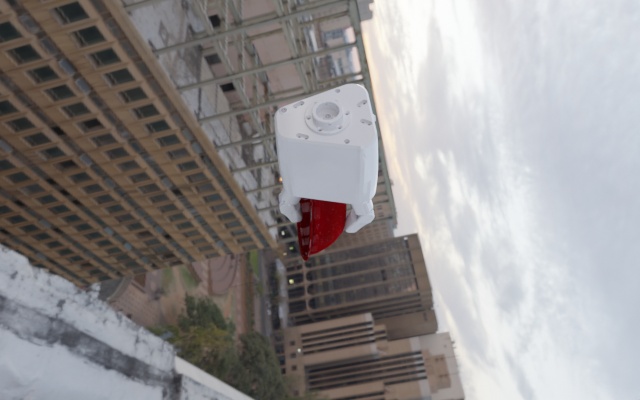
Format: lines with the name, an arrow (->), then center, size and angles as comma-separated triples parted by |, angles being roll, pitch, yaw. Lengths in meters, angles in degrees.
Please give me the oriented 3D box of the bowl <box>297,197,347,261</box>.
bowl -> 0.000, 0.003, 0.668 | 0.055, 0.162, 0.162 | -2, 0, -10
